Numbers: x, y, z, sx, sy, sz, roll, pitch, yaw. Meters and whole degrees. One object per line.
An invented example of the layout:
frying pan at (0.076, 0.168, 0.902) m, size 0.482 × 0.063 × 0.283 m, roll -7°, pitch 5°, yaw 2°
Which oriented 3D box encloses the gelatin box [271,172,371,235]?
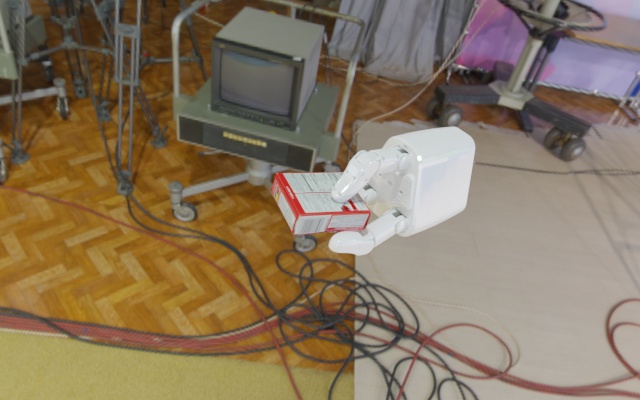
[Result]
gelatin box at (0.000, 0.001, 0.518) m, size 0.089 × 0.030 × 0.073 m, roll -2°, pitch 40°, yaw -28°
